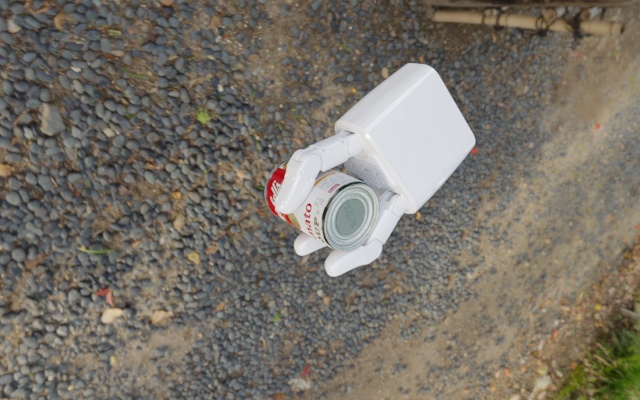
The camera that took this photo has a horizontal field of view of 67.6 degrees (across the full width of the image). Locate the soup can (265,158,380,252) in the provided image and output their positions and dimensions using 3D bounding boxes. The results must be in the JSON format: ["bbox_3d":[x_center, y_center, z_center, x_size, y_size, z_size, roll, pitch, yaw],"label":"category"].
[{"bbox_3d":[0.000,0.002,0.466,0.068,0.068,0.102,0,17,-38],"label":"soup can"}]
